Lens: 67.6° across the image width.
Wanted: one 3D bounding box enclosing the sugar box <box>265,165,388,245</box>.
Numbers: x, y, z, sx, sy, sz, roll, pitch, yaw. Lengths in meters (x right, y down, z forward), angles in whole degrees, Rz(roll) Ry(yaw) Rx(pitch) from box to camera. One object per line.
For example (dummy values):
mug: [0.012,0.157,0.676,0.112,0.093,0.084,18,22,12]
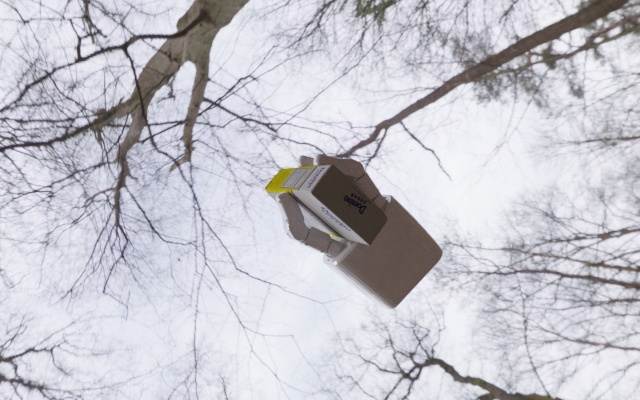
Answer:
sugar box: [0.000,0.002,0.580,0.093,0.048,0.176,42,-15,-19]
